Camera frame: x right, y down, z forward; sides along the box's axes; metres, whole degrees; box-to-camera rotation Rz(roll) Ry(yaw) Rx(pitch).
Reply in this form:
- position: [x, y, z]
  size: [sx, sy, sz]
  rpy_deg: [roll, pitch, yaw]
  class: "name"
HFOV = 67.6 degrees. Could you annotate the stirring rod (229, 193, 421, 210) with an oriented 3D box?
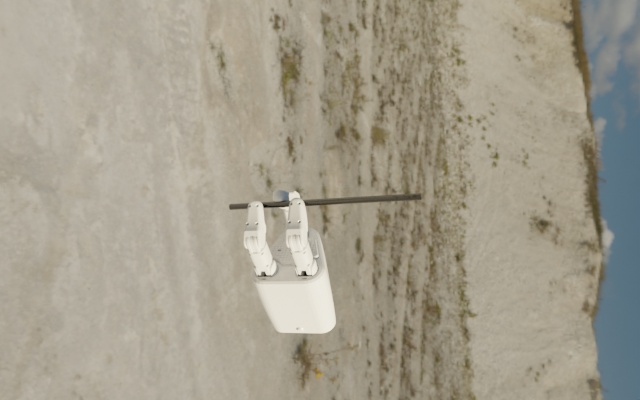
- position: [0.000, 0.002, 0.582]
  size: [0.239, 0.011, 0.011]
  rpy_deg: [-3, -1, 15]
  class: "stirring rod"
